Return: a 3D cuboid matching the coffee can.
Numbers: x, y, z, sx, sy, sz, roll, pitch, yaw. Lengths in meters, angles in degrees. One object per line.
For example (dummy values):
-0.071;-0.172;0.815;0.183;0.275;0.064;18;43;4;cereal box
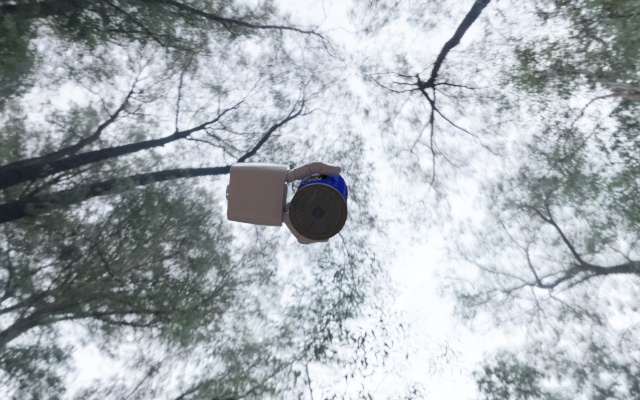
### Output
0.000;0.003;0.891;0.103;0.103;0.140;0;15;4;coffee can
